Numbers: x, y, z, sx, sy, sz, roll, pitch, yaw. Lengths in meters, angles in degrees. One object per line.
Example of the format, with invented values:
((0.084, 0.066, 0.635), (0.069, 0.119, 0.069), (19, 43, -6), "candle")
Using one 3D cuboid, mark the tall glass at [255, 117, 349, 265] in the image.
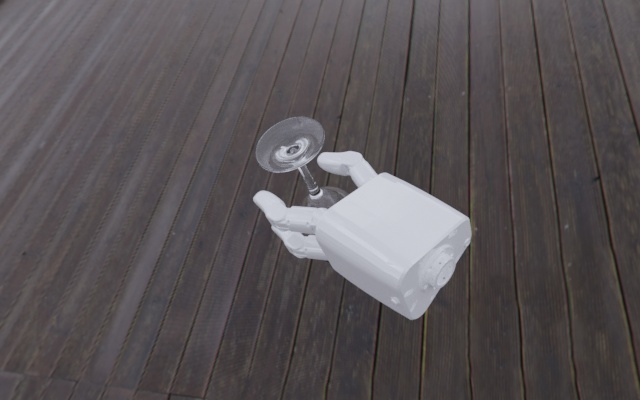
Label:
((0.000, 0.001, 0.551), (0.079, 0.079, 0.201), (0, -36, 23), "tall glass")
